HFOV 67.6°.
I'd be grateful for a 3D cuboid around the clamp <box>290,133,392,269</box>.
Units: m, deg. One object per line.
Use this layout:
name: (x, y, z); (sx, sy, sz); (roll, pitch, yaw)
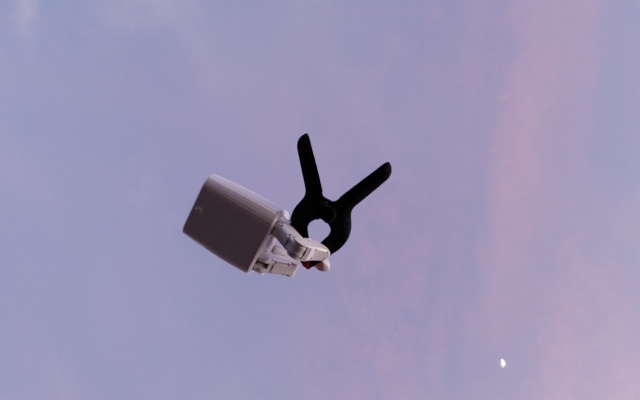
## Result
clamp: (0.000, 0.002, 0.606); (0.120, 0.171, 0.039); (29, 14, 4)
